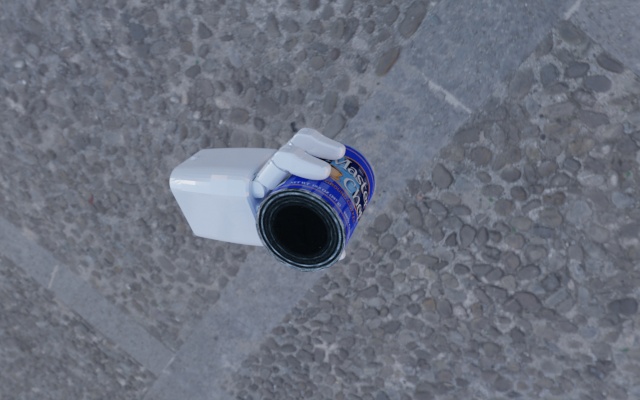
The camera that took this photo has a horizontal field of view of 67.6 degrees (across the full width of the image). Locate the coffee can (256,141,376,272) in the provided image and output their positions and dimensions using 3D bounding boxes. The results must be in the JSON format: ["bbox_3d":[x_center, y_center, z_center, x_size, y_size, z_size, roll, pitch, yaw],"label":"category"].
[{"bbox_3d":[0.000,0.002,0.561,0.103,0.103,0.140,0,27,21],"label":"coffee can"}]
